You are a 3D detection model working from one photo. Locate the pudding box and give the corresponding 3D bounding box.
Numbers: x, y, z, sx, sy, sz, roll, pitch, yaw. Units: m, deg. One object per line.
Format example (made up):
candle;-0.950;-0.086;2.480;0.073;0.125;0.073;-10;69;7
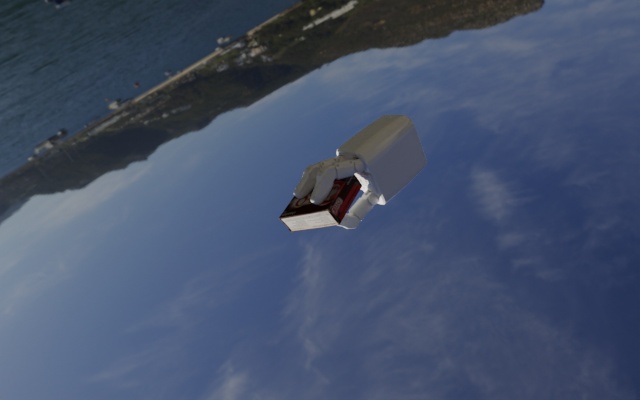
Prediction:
pudding box;0.000;0.003;0.755;0.113;0.039;0.090;-14;32;44
